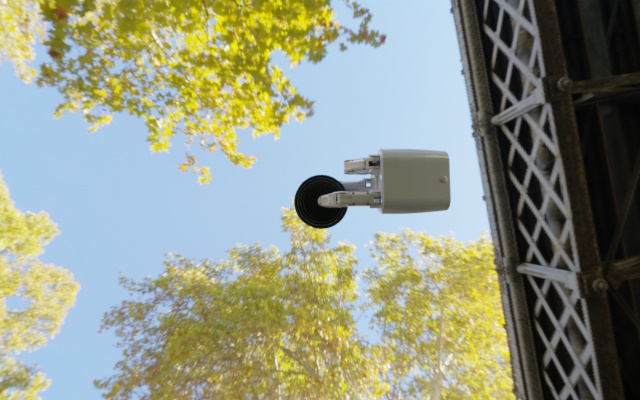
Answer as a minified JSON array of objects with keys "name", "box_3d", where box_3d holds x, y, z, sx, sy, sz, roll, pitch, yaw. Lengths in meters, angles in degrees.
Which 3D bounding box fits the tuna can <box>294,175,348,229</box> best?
[{"name":"tuna can","box_3d":[0.000,0.003,0.764,0.086,0.086,0.034,0,-2,-6]}]
